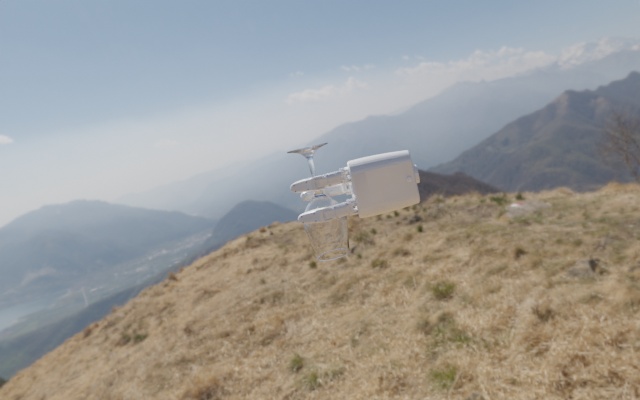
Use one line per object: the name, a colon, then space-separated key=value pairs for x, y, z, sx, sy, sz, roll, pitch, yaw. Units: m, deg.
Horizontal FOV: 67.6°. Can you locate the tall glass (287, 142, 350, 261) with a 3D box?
tall glass: x=0.000 y=0.002 z=0.848 sx=0.079 sy=0.201 sz=0.079 roll=-13 pitch=7 yaw=2
